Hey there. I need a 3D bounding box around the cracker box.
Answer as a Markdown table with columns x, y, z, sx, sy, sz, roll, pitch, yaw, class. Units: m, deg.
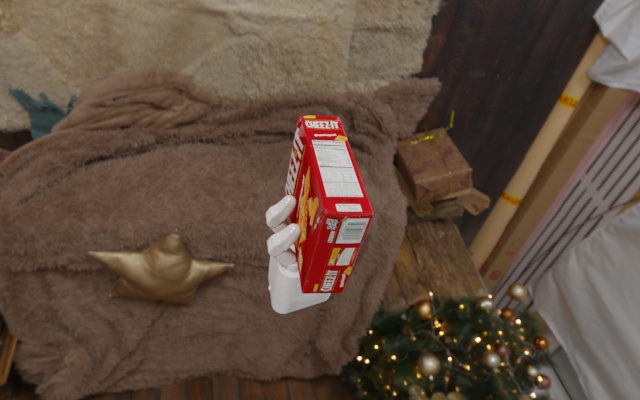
| x | y | z | sx | sy | sz | roll | pitch | yaw | class |
| --- | --- | --- | --- | --- | --- | --- | --- | --- | --- |
| 0.000 | 0.002 | 0.700 | 0.072 | 0.164 | 0.213 | 1 | 43 | -16 | cracker box |
